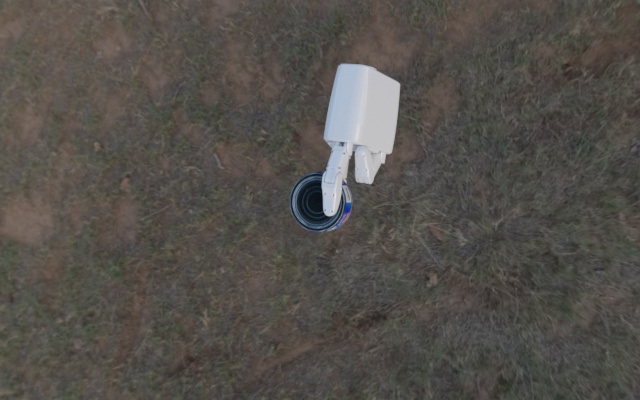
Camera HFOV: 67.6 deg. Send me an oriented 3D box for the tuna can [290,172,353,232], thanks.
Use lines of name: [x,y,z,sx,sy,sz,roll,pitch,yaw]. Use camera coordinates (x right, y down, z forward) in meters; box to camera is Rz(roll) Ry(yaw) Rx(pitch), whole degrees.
tuna can: [0.000,0.002,0.679,0.086,0.086,0.034,0,1,20]
